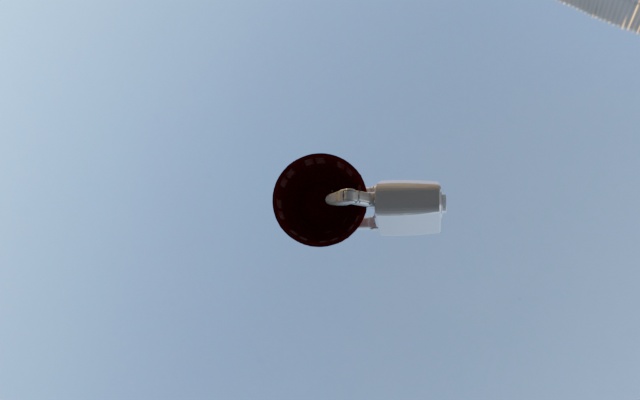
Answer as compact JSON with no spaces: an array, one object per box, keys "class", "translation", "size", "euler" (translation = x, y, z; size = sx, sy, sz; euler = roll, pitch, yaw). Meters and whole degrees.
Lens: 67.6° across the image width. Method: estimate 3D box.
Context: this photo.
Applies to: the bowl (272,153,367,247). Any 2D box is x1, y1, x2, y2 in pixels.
[{"class":"bowl","translation":[-0.001,0.002,0.828],"size":[0.162,0.162,0.055],"euler":[0,-11,4]}]
